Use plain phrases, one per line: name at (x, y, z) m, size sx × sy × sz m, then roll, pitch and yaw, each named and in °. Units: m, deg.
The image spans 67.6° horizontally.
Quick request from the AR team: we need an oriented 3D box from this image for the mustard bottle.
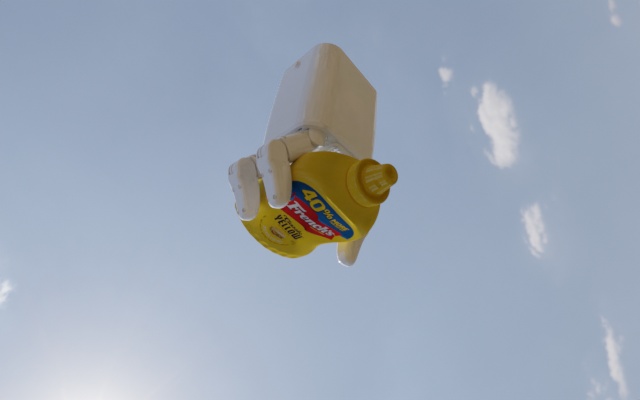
mustard bottle at (0.000, 0.002, 0.459) m, size 0.192 × 0.096 × 0.058 m, roll -23°, pitch 26°, yaw 49°
